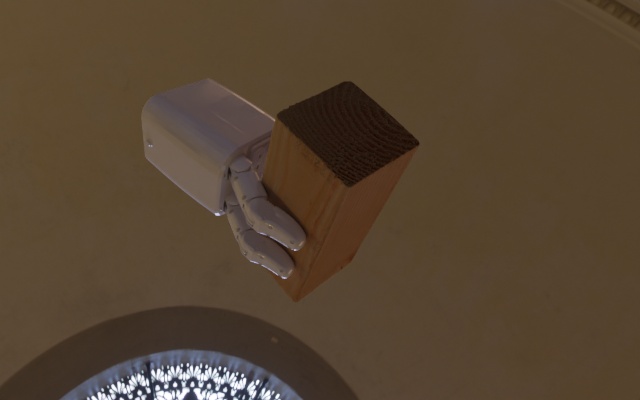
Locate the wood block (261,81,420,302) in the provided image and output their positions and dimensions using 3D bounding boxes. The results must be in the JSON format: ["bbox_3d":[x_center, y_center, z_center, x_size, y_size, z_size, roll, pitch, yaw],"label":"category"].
[{"bbox_3d":[0.000,0.001,0.465,0.091,0.090,0.206,-33,-21,-32],"label":"wood block"}]
